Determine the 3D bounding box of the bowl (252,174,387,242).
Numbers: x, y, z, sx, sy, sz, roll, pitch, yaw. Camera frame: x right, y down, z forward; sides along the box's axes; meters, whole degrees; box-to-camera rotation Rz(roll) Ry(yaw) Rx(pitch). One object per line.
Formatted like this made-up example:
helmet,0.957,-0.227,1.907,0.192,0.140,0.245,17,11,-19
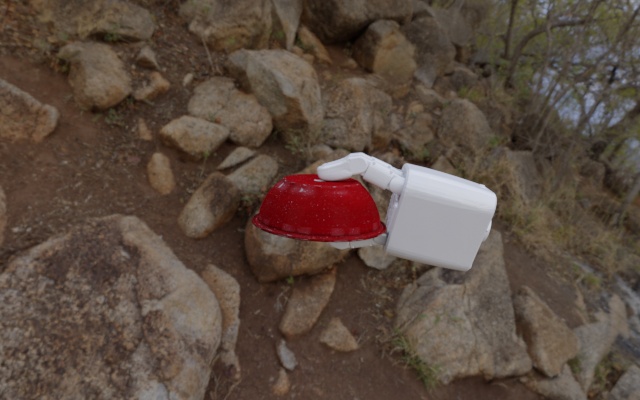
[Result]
bowl,-0.001,0.001,0.569,0.162,0.055,0.162,3,11,-1
